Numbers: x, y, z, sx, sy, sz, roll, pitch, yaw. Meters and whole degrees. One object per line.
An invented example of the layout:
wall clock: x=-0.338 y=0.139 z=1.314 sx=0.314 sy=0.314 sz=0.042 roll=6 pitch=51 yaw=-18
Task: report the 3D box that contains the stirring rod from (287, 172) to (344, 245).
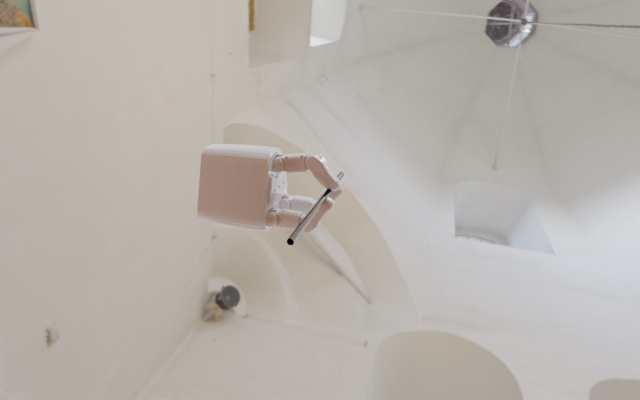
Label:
stirring rod: x=0.000 y=0.002 z=0.612 sx=0.011 sy=0.011 sz=0.239 roll=0 pitch=20 yaw=16
